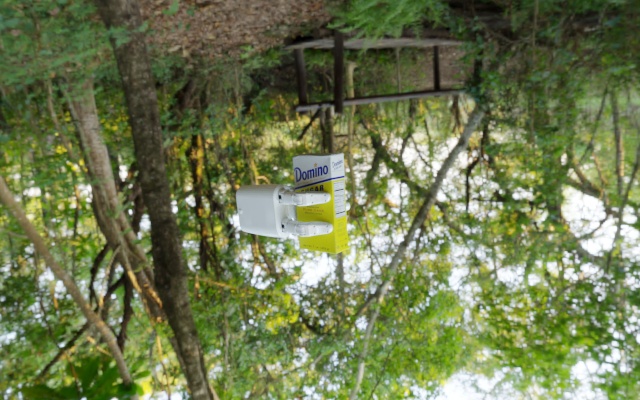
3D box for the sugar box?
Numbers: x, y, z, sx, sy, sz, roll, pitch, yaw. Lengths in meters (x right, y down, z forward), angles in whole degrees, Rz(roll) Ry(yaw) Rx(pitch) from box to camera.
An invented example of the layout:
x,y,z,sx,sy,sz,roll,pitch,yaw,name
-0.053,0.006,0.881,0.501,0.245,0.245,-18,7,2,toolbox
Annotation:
x,y,z,sx,sy,sz,roll,pitch,yaw,name
0.000,0.003,0.868,0.093,0.176,0.048,3,13,40,sugar box
